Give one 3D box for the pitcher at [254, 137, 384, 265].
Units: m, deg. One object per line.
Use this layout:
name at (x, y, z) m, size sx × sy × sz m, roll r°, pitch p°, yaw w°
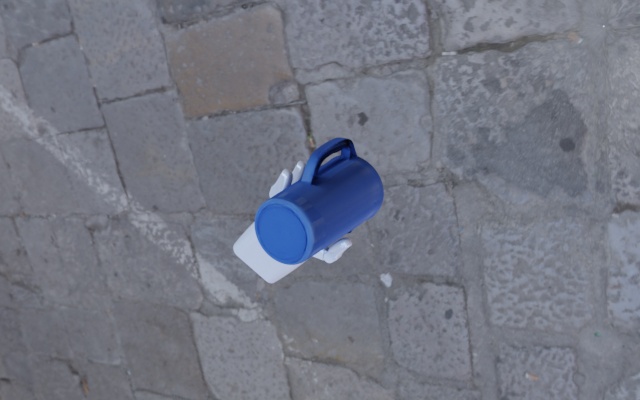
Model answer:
pitcher at (0.000, 0.003, 0.800) m, size 0.145 × 0.149 × 0.242 m, roll -40°, pitch -5°, yaw 35°
